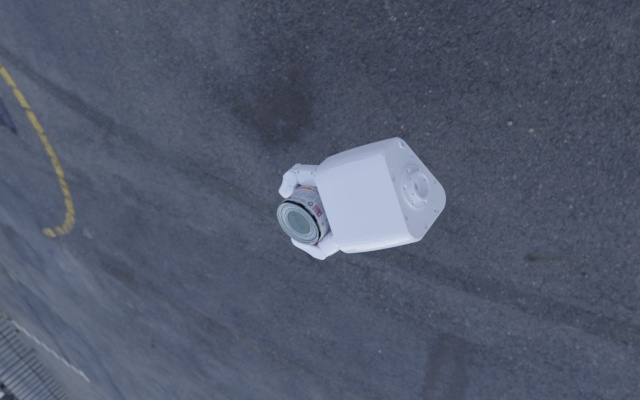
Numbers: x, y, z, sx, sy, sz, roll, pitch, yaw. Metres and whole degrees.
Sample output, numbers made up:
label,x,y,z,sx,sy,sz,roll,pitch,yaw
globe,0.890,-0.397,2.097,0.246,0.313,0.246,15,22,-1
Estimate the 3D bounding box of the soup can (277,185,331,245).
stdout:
label,x,y,z,sx,sy,sz,roll,pitch,yaw
soup can,0.000,0.002,0.621,0.068,0.068,0.102,0,33,42
